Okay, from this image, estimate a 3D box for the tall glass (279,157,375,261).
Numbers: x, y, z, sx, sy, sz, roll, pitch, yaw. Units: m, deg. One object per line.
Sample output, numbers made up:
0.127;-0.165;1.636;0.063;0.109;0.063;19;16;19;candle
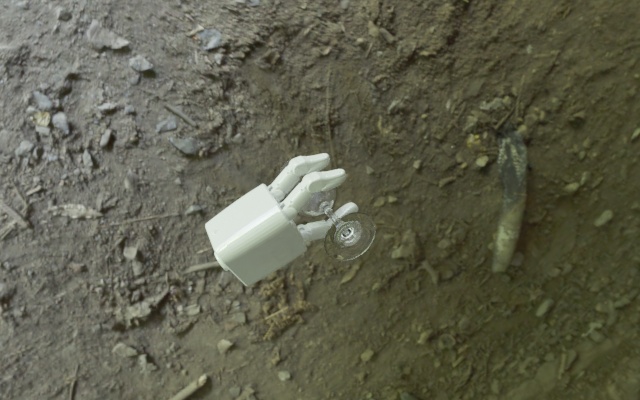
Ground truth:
0.001;0.003;0.701;0.079;0.079;0.201;0;28;-26;tall glass
